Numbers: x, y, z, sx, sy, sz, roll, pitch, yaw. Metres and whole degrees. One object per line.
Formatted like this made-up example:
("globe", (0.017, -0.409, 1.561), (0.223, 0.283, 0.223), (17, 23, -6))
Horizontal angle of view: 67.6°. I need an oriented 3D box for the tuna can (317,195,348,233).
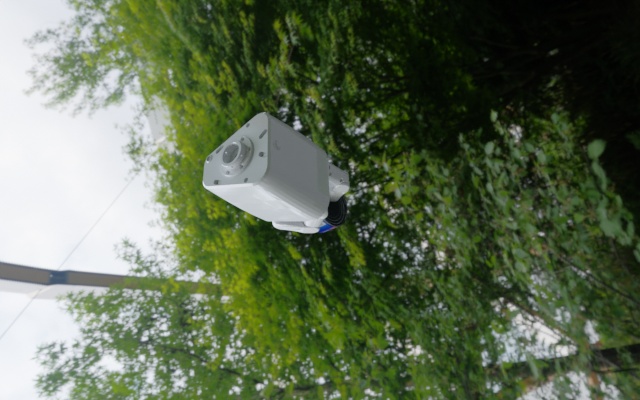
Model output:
("tuna can", (0.000, 0.002, 0.683), (0.034, 0.086, 0.086), (-25, -14, 31))
